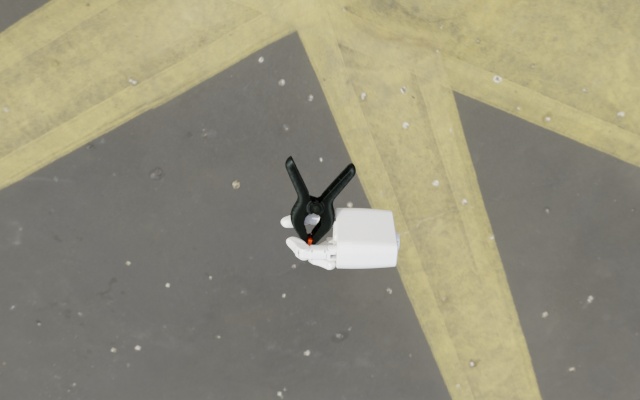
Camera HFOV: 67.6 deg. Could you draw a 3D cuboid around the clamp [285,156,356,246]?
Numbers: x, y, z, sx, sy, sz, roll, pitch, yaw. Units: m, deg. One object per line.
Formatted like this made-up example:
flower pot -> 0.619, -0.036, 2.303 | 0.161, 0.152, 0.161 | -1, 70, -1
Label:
clamp -> 0.000, 0.003, 0.836 | 0.120, 0.171, 0.039 | 0, 27, 0
